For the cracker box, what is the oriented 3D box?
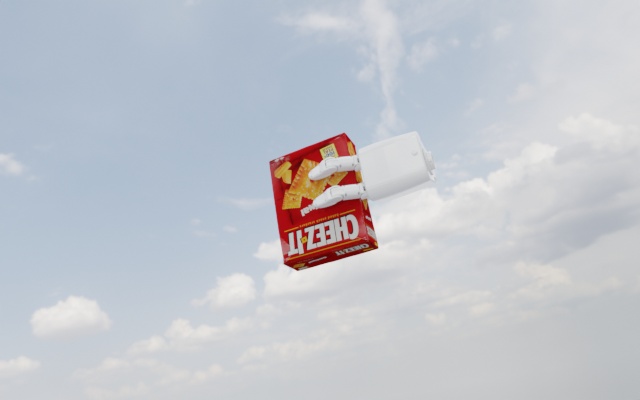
[{"bbox_3d":[0.000,0.003,0.876,0.164,0.213,0.072,-18,-24,18],"label":"cracker box"}]
